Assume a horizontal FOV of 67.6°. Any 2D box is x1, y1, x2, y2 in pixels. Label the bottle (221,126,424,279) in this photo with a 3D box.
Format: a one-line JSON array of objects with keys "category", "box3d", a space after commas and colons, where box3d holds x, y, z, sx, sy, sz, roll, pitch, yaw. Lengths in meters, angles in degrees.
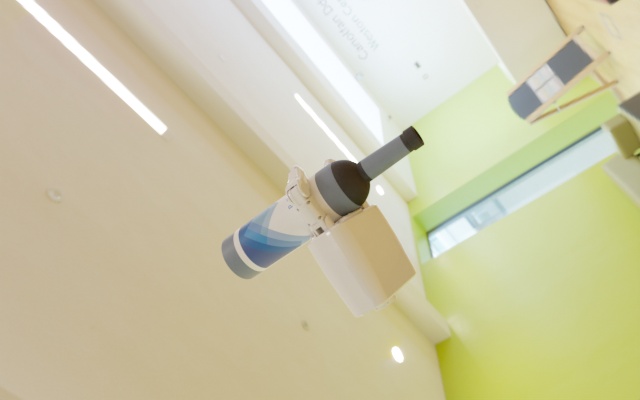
[{"category": "bottle", "box3d": [0.000, 0.002, 0.605, 0.296, 0.069, 0.069, -35, -14, 22]}]
